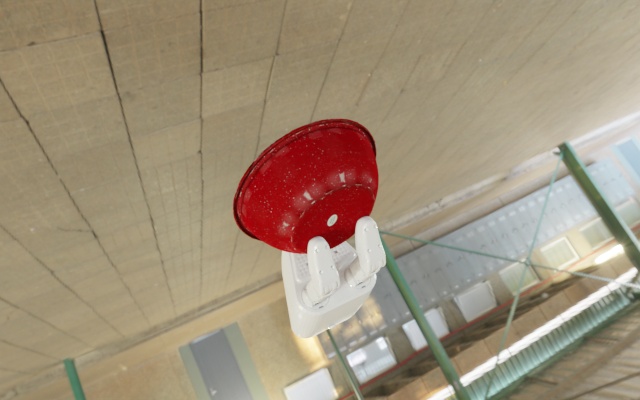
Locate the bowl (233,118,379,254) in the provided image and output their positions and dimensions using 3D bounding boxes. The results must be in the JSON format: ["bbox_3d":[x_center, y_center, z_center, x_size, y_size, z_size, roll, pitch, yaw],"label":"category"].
[{"bbox_3d":[0.000,0.001,0.464,0.162,0.162,0.055,0,42,-41],"label":"bowl"}]
